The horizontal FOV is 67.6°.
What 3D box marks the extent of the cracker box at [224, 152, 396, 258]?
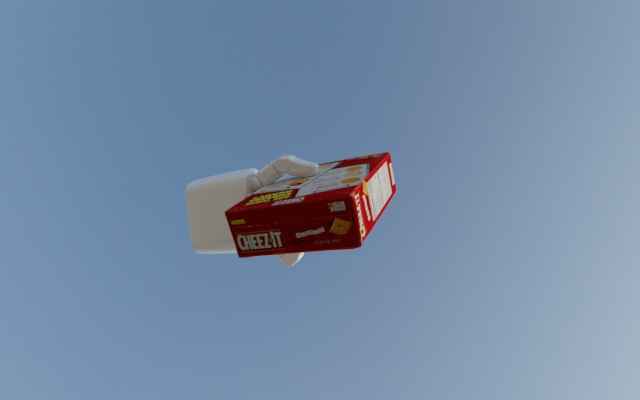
[{"bbox_3d":[0.000,0.002,0.641,0.164,0.072,0.213,-8,15,22],"label":"cracker box"}]
